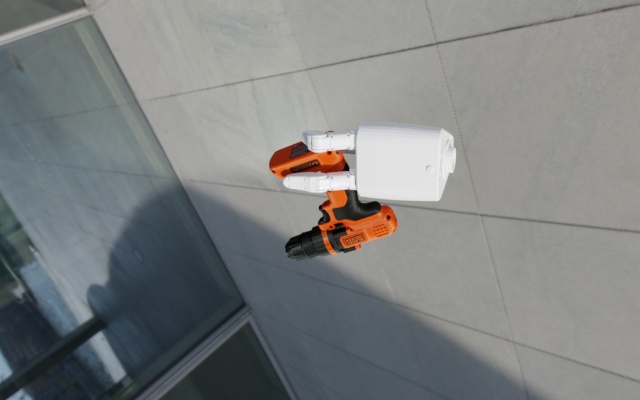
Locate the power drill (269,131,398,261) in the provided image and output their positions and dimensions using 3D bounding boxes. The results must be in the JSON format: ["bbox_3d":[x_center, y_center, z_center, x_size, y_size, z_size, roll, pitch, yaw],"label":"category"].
[{"bbox_3d":[0.000,0.002,0.703,0.184,0.188,0.057,-20,33,16],"label":"power drill"}]
